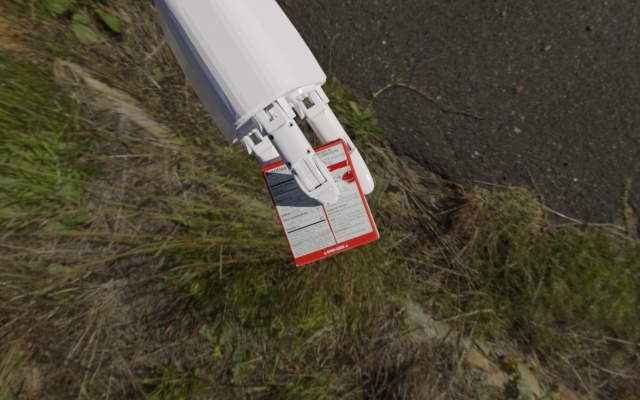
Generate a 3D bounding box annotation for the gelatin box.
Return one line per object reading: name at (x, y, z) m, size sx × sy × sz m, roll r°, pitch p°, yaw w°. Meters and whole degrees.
gelatin box at (0.000, 0.002, 0.401) m, size 0.073 × 0.089 × 0.030 m, roll -20°, pitch 3°, yaw 5°
